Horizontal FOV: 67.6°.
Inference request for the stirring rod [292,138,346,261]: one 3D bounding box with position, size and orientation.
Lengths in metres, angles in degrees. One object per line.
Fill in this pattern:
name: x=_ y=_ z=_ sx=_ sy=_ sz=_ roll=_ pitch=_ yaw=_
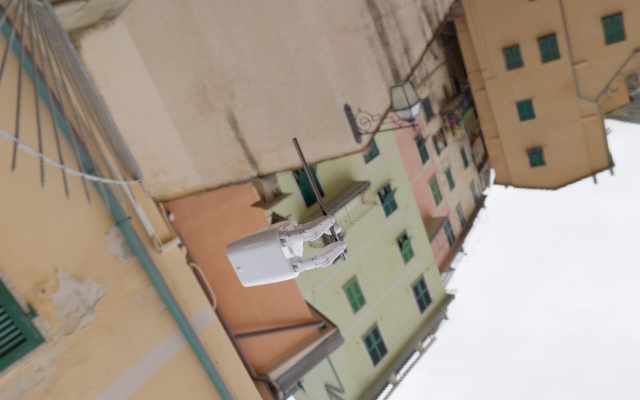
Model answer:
stirring rod: x=0.000 y=0.003 z=0.825 sx=0.011 sy=0.240 sz=0.011 roll=-20 pitch=20 yaw=8
